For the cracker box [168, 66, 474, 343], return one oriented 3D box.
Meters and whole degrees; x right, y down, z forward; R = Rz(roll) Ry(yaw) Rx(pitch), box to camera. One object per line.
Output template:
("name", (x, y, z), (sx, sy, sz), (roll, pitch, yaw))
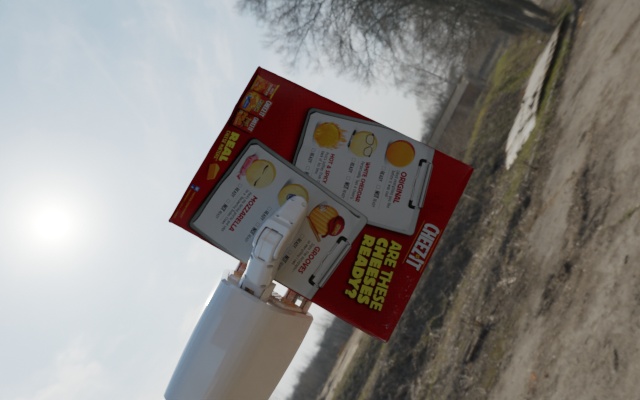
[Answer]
("cracker box", (0.000, 0.001, 0.434), (0.213, 0.164, 0.072), (27, -7, 10))
